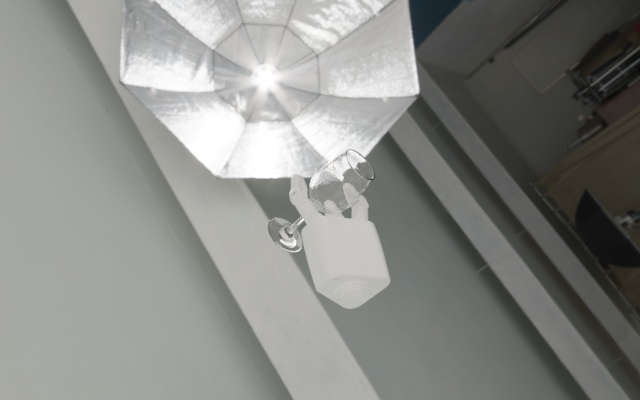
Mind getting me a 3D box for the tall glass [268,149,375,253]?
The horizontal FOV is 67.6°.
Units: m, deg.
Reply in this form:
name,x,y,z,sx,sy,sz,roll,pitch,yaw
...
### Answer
name,x,y,z,sx,sy,sz,roll,pitch,yaw
tall glass,0.000,0.003,0.789,0.079,0.079,0.201,0,-37,-51
